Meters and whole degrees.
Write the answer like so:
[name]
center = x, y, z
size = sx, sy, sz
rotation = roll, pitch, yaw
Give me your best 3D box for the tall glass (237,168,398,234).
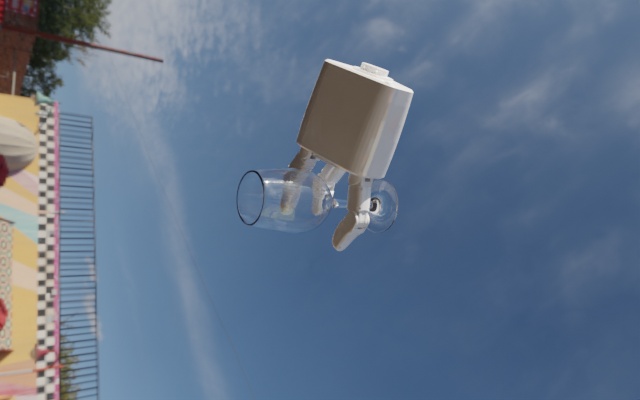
[tall glass]
center = 0.001, 0.002, 0.588
size = 0.201, 0.079, 0.079
rotation = 3, -2, -38
